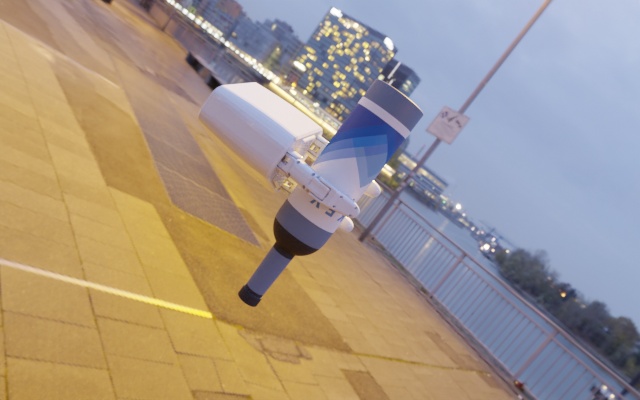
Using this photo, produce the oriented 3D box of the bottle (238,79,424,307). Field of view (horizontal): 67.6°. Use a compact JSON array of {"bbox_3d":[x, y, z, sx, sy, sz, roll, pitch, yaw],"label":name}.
[{"bbox_3d":[0.000,0.002,0.549,0.069,0.296,0.069,36,8,-6],"label":"bottle"}]
